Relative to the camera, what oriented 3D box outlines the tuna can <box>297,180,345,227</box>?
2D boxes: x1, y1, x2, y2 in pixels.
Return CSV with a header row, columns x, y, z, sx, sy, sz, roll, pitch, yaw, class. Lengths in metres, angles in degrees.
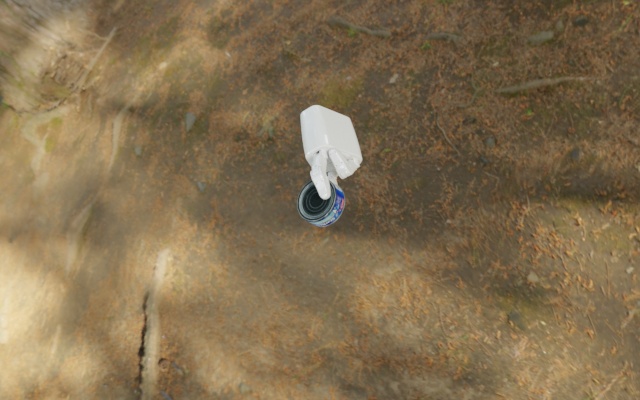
x,y,z,sx,sy,sz,roll,pitch,yaw,class
0.000,0.003,0.869,0.086,0.086,0.034,0,-18,34,tuna can
